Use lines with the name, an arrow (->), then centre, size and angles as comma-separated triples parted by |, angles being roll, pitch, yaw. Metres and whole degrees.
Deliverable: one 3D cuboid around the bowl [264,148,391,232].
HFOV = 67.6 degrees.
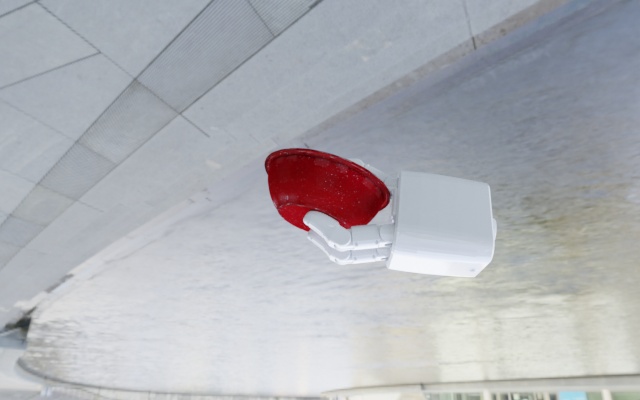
bowl -> -0.001, 0.002, 0.580 | 0.162, 0.055, 0.162 | 16, -21, 6
